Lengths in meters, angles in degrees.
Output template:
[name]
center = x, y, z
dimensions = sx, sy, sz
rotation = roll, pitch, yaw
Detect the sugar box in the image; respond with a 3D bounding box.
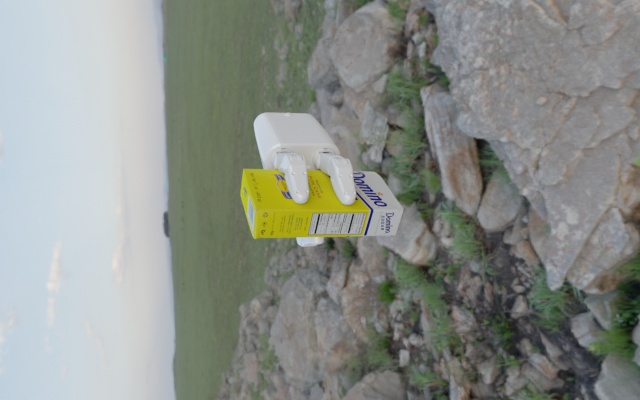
[sugar box]
center = 0.000, 0.001, 0.568
dimensions = 0.176, 0.048, 0.093
rotation = -3, 34, -18
